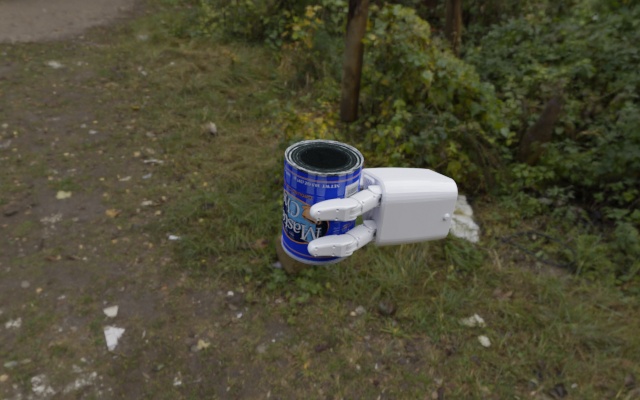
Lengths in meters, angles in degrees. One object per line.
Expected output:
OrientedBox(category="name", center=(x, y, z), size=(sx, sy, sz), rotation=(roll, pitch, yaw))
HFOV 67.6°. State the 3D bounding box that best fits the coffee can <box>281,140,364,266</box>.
OrientedBox(category="coffee can", center=(0.000, 0.002, 0.650), size=(0.103, 0.140, 0.102), rotation=(3, 31, -2))
